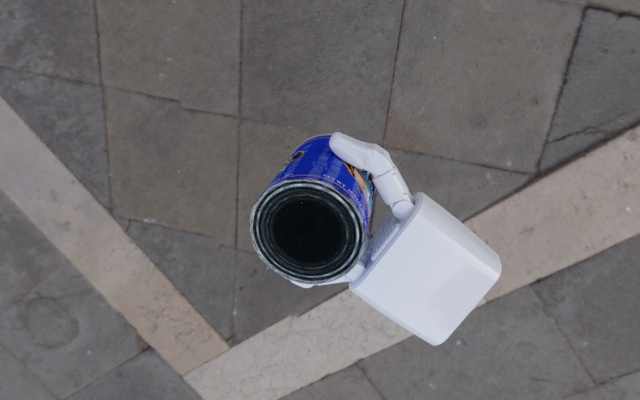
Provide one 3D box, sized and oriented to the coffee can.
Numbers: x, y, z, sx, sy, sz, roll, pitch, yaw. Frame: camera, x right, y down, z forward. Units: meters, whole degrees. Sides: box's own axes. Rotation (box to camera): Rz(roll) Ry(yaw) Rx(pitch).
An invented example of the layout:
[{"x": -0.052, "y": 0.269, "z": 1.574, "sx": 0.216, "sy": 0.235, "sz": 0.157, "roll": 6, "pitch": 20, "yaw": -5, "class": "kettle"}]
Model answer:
[{"x": 0.000, "y": 0.001, "z": 0.472, "sx": 0.103, "sy": 0.103, "sz": 0.140, "roll": 0, "pitch": 23, "yaw": 11, "class": "coffee can"}]
